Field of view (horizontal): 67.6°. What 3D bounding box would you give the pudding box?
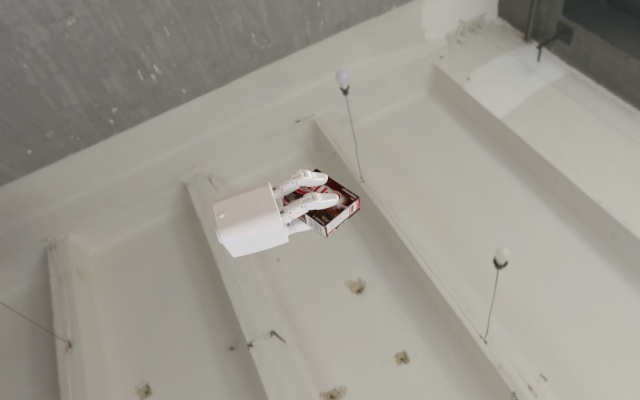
[{"bbox_3d":[0.000,0.003,0.842,0.090,0.039,0.113,-39,58,-24],"label":"pudding box"}]
